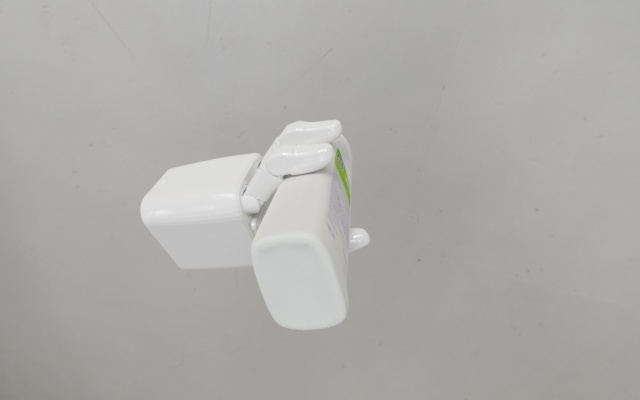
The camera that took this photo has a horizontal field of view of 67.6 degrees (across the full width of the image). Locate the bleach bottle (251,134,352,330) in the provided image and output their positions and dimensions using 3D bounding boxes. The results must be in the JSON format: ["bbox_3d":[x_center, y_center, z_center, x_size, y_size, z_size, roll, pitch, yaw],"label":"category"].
[{"bbox_3d":[0.000,0.001,0.475,0.068,0.103,0.250,-8,29,14],"label":"bleach bottle"}]
